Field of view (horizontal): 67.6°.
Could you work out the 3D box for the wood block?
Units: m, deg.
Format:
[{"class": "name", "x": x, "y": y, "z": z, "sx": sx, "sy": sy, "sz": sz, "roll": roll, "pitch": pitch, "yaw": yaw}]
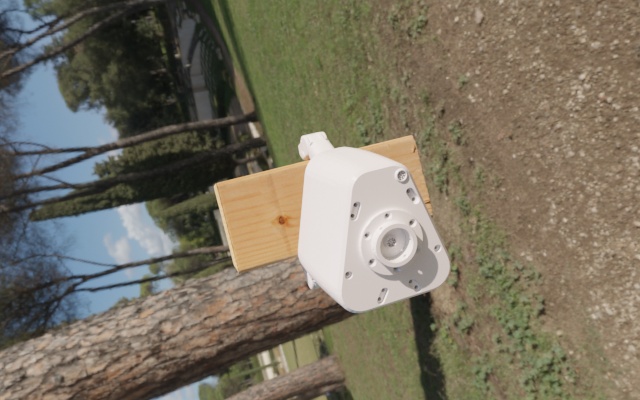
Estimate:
[{"class": "wood block", "x": 0.000, "y": 0.001, "z": 0.509, "sx": 0.206, "sy": 0.091, "sz": 0.090, "roll": -15, "pitch": 2, "yaw": -13}]
